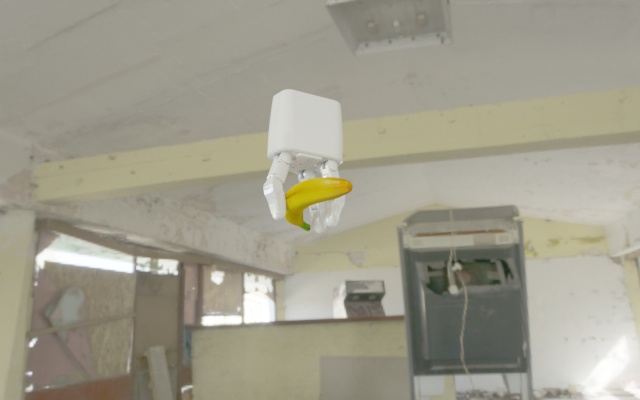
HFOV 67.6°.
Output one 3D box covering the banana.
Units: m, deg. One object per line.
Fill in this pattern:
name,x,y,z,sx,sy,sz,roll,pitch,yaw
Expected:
banana,-0.019,0.000,0.708,0.069,0.037,0.198,11,-21,-16
